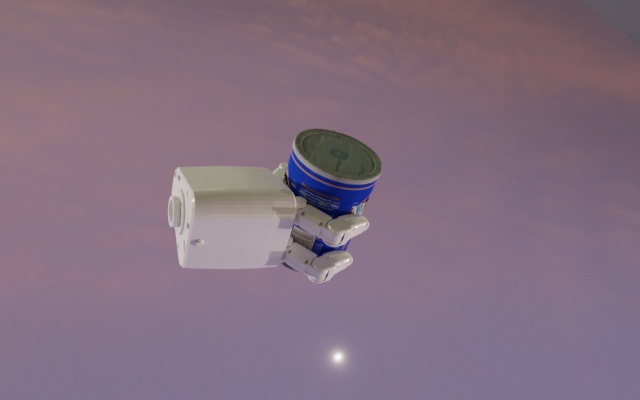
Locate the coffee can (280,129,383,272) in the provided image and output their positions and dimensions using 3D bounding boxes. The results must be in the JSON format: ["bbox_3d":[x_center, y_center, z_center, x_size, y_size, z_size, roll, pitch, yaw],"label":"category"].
[{"bbox_3d":[0.000,0.002,0.563,0.103,0.140,0.102,14,33,-10],"label":"coffee can"}]
